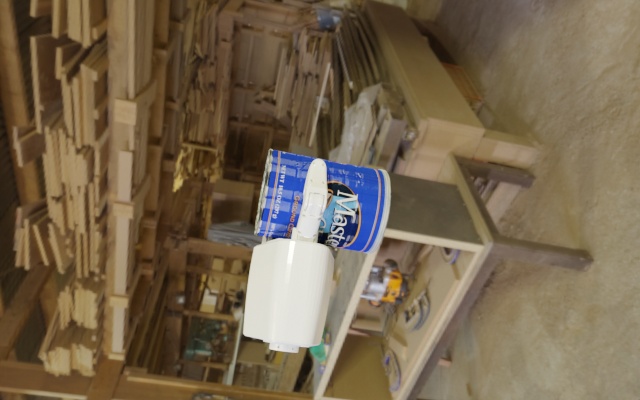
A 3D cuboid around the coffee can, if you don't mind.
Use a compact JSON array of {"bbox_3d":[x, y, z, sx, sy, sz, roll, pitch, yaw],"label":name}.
[{"bbox_3d":[0.000,0.002,0.565,0.140,0.103,0.103,10,-2,-9],"label":"coffee can"}]
